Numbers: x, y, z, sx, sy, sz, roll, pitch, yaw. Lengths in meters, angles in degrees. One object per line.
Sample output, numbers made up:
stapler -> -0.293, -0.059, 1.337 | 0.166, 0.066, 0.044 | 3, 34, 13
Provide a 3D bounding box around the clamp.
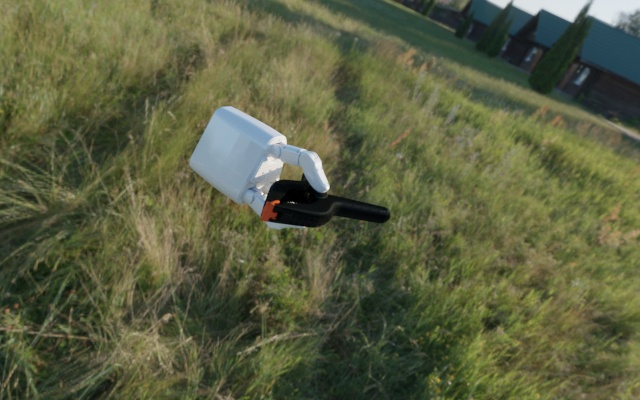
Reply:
clamp -> 0.000, 0.002, 0.673 | 0.164, 0.036, 0.210 | 31, 26, 19
